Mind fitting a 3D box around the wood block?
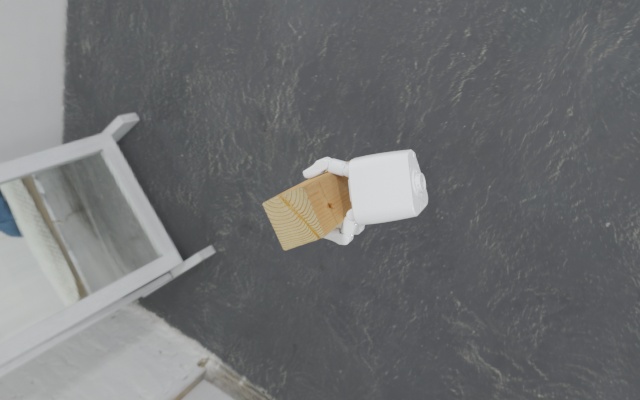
[{"bbox_3d":[0.000,0.002,0.863,0.090,0.091,0.206,-21,6,31],"label":"wood block"}]
